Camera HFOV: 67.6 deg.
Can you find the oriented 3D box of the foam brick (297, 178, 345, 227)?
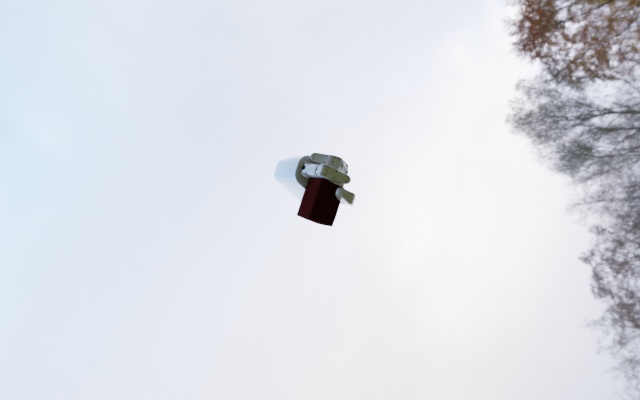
[{"bbox_3d":[0.000,0.003,0.874,0.053,0.078,0.051,23,-9,-30],"label":"foam brick"}]
